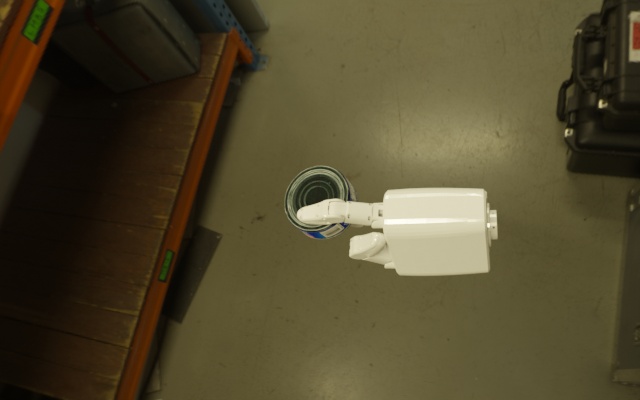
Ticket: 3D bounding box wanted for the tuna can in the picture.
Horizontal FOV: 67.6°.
[{"bbox_3d":[0.000,0.002,0.577,0.086,0.086,0.034,0,-19,24],"label":"tuna can"}]
